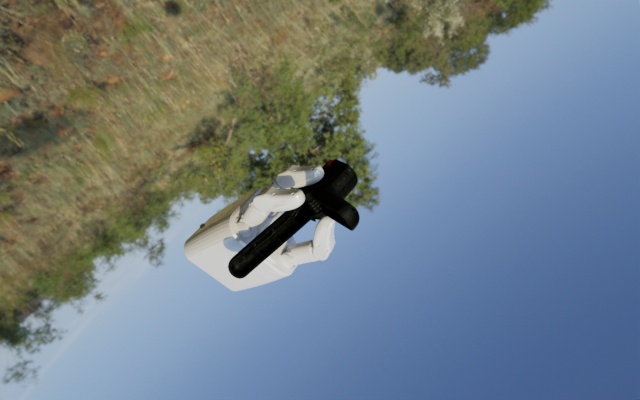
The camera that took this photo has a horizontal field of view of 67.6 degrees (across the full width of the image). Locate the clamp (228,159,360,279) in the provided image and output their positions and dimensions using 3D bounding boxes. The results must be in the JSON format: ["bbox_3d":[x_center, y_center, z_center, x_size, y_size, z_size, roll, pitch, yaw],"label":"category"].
[{"bbox_3d":[0.001,0.002,0.549,0.164,0.036,0.210,-22,19,35],"label":"clamp"}]
